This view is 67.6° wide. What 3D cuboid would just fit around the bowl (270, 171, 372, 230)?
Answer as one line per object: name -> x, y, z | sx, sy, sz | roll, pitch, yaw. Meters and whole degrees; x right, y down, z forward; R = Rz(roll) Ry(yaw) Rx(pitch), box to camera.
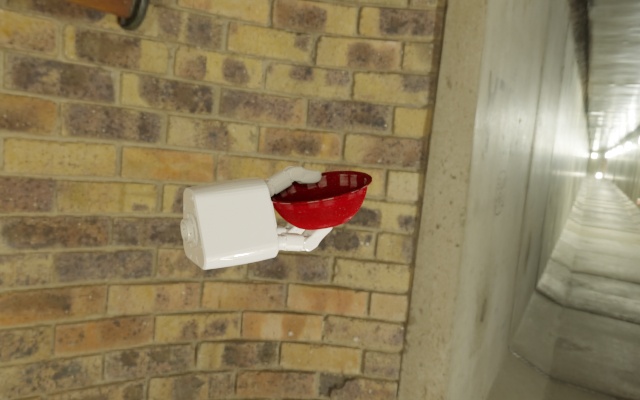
bowl -> 0.001, 0.002, 0.713 | 0.162, 0.055, 0.162 | -9, 16, 3
